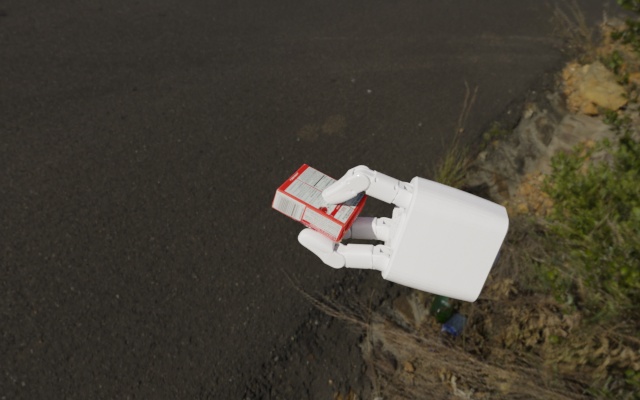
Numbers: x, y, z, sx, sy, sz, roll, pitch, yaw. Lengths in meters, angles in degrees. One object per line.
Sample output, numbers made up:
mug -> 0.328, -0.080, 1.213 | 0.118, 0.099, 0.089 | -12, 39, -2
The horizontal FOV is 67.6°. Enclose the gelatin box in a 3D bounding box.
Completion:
gelatin box -> 0.000, 0.001, 0.552 | 0.089, 0.030, 0.073 | 28, 36, 9
